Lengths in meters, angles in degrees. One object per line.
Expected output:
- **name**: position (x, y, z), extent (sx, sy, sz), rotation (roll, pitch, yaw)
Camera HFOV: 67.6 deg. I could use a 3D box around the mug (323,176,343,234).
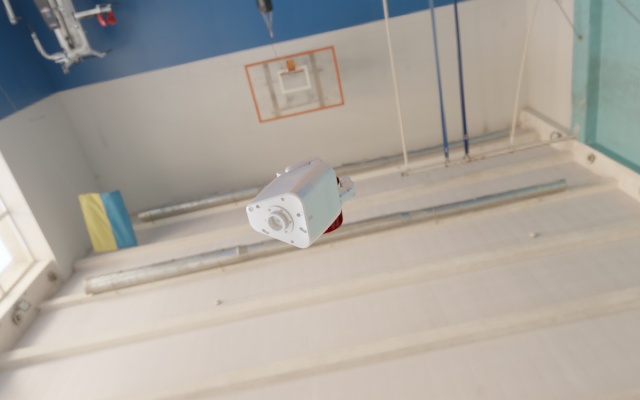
- **mug**: position (0.001, 0.002, 0.857), extent (0.093, 0.081, 0.117), rotation (3, 27, 29)
